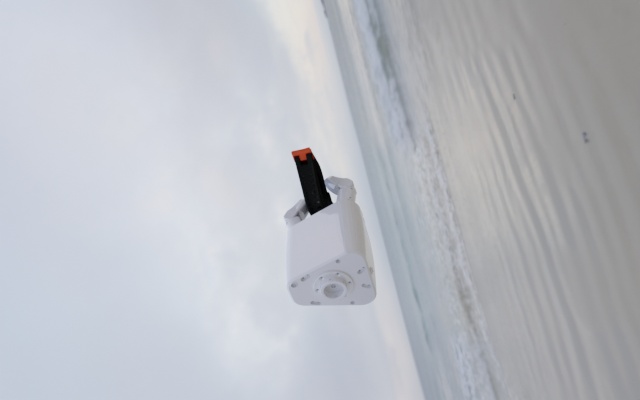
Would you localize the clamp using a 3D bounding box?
[{"bbox_3d":[-0.001,0.002,0.732,0.036,0.210,0.164,-13,33,8],"label":"clamp"}]
